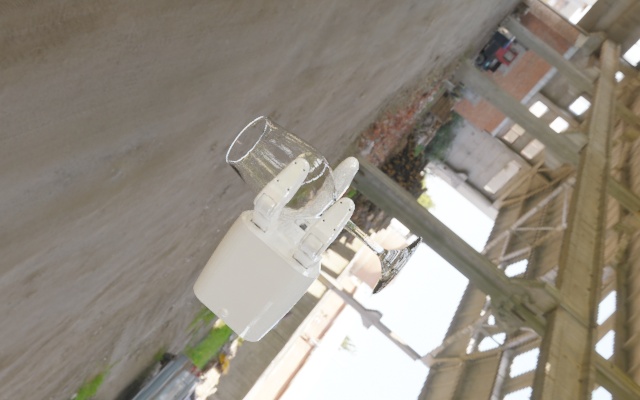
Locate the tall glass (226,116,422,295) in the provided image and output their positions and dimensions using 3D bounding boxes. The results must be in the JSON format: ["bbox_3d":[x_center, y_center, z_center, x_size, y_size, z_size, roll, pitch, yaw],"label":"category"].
[{"bbox_3d":[0.001,0.002,0.480,0.201,0.079,0.079,40,4,5],"label":"tall glass"}]
